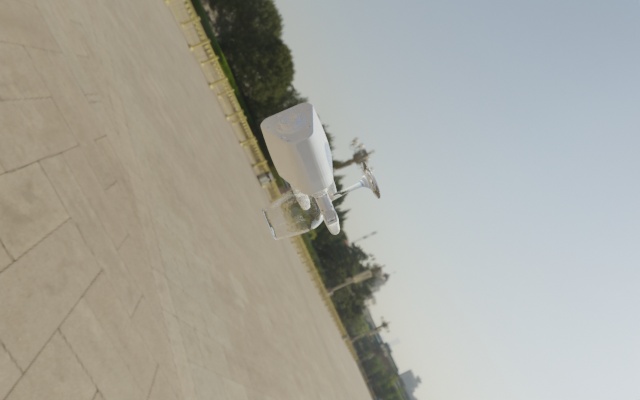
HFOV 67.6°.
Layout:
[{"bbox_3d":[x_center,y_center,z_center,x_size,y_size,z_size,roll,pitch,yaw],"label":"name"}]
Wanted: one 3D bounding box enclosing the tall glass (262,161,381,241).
[{"bbox_3d":[0.001,0.003,0.847,0.201,0.079,0.079,-24,1,-3],"label":"tall glass"}]
